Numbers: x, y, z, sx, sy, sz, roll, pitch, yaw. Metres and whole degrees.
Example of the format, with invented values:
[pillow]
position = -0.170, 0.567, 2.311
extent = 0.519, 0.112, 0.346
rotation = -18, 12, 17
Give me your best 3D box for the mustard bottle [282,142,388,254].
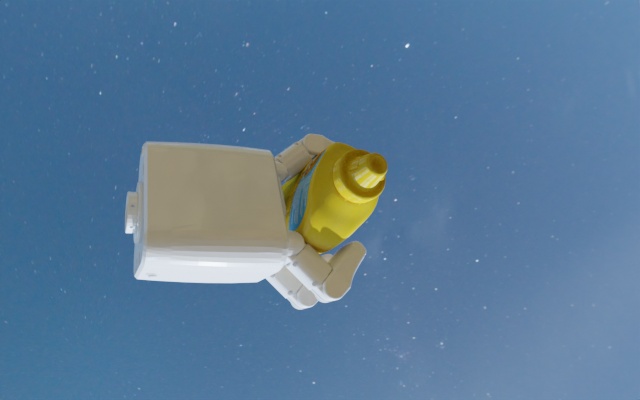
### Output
[mustard bottle]
position = 0.000, 0.002, 0.423
extent = 0.058, 0.096, 0.192
rotation = 27, -27, -15
